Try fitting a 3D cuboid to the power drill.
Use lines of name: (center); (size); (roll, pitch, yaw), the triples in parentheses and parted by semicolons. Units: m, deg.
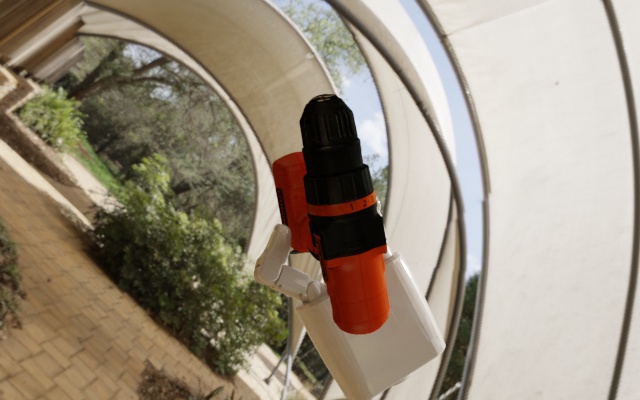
power drill: (0.000, 0.002, 0.423); (0.057, 0.184, 0.187); (-12, 13, -11)
